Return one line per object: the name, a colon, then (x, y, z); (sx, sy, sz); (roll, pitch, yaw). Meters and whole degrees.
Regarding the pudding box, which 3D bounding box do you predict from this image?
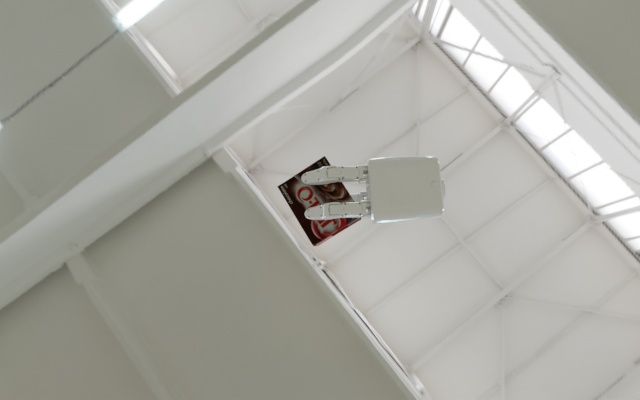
pudding box: (0.000, 0.002, 0.747); (0.090, 0.113, 0.039); (-33, -12, 2)
